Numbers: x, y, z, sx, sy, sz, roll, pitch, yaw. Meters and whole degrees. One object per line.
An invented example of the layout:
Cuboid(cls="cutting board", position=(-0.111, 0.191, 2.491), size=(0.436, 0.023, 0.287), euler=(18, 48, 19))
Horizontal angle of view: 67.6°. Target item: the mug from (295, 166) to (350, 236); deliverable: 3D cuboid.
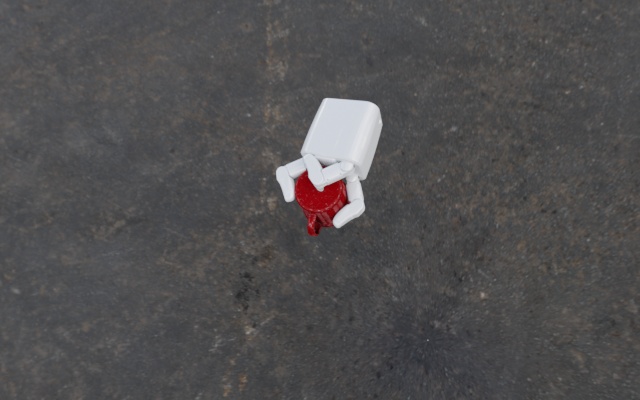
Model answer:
Cuboid(cls="mug", position=(0.000, 0.004, 0.807), size=(0.093, 0.117, 0.081), euler=(16, -13, 16))
